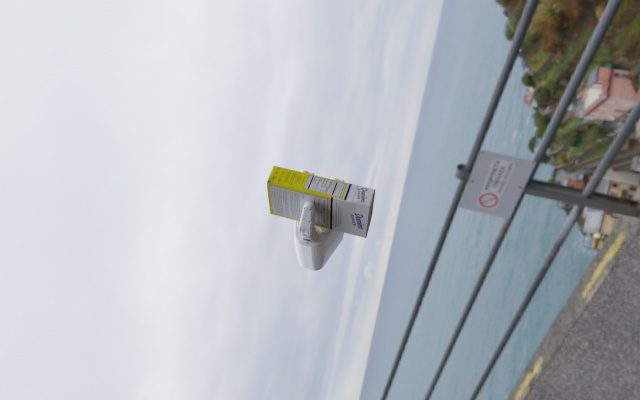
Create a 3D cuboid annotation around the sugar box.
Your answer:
[{"bbox_3d":[0.000,0.002,0.802,0.176,0.048,0.093,12,-36,8],"label":"sugar box"}]
